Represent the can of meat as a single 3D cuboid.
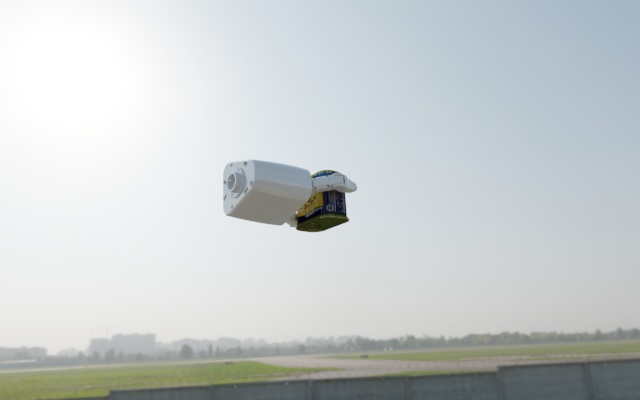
[{"bbox_3d":[0.000,0.002,0.823,0.057,0.084,0.102,9,-21,-35],"label":"can of meat"}]
